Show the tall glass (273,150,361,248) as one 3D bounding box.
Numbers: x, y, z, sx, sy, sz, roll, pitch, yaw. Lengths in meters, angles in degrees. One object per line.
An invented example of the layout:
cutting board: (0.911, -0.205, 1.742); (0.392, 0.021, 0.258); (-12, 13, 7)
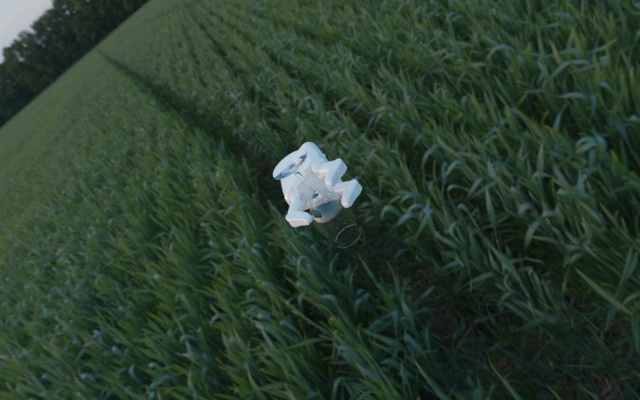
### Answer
tall glass: (0.000, 0.003, 0.894); (0.079, 0.079, 0.201); (0, -43, 49)
